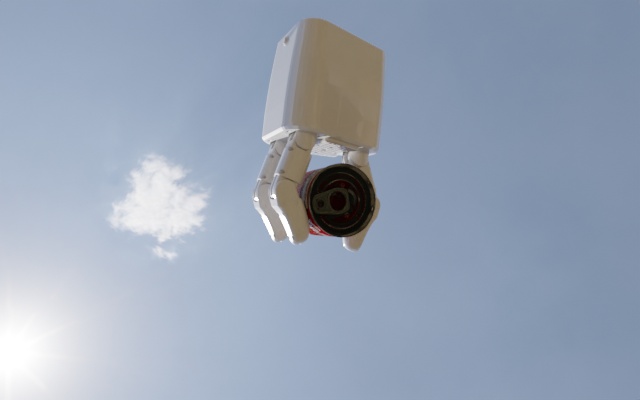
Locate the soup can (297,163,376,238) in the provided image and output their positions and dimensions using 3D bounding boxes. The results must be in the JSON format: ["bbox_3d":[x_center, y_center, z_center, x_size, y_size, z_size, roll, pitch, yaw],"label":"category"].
[{"bbox_3d":[0.000,0.002,0.479,0.068,0.068,0.102,0,-2,-24],"label":"soup can"}]
